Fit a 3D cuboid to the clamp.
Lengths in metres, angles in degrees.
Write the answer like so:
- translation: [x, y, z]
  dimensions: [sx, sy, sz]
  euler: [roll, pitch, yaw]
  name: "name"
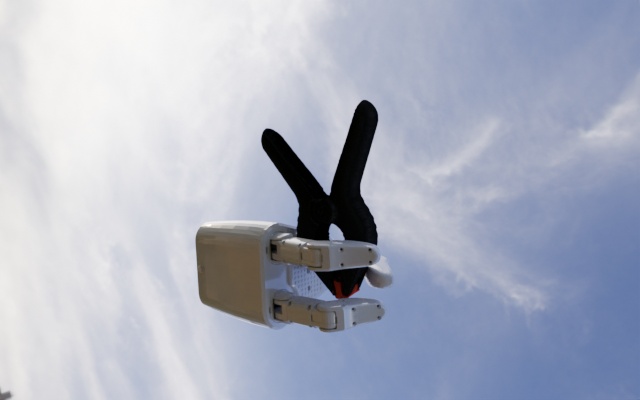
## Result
- translation: [0.001, 0.001, 0.431]
  dimensions: [0.120, 0.171, 0.039]
  euler: [2, 7, 40]
  name: "clamp"
